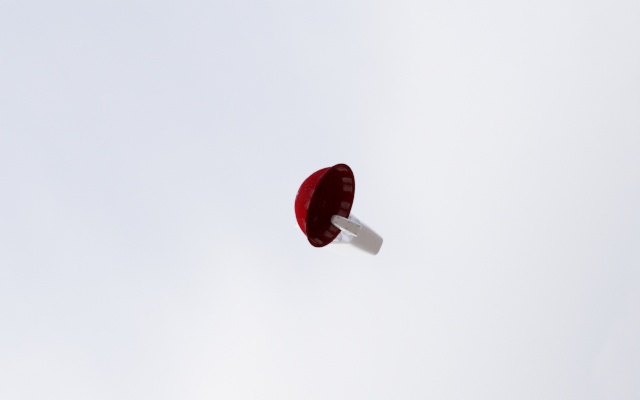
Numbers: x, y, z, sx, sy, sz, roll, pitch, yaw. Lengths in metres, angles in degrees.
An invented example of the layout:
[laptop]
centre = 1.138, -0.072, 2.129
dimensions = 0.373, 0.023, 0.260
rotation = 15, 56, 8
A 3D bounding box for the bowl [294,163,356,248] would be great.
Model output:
[bowl]
centre = -0.001, 0.002, 0.877
dimensions = 0.055, 0.162, 0.162
rotation = 20, 10, 29
